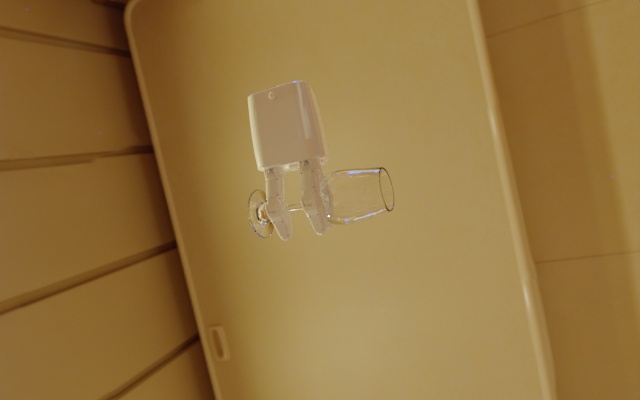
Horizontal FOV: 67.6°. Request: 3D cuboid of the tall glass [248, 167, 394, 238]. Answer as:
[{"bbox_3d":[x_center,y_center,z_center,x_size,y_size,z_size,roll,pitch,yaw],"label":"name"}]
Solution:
[{"bbox_3d":[0.000,0.003,0.683,0.201,0.079,0.079,-11,-4,23],"label":"tall glass"}]
